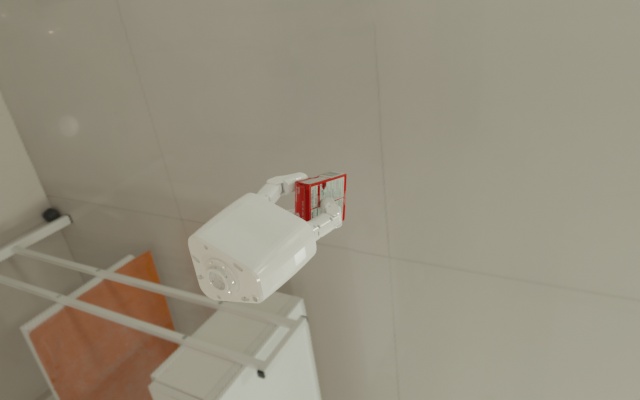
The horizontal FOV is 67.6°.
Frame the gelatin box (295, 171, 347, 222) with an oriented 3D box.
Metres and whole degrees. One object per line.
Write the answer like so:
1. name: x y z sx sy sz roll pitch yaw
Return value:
1. gelatin box: 0.001 0.002 0.680 0.030 0.073 0.089 14 22 36
